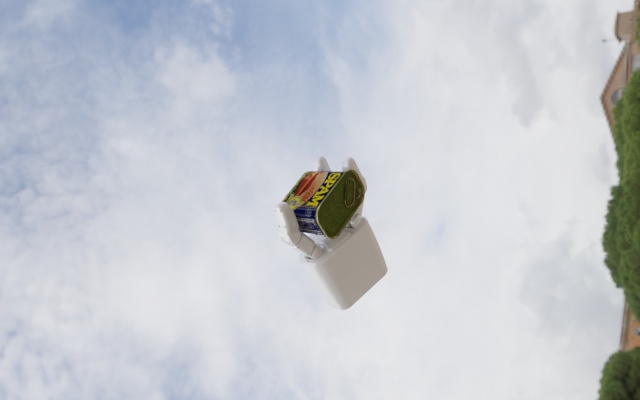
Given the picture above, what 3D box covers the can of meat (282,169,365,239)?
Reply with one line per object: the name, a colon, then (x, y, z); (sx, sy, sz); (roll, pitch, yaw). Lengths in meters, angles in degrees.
can of meat: (0.000, 0.002, 0.677); (0.084, 0.057, 0.102); (4, 46, 43)
